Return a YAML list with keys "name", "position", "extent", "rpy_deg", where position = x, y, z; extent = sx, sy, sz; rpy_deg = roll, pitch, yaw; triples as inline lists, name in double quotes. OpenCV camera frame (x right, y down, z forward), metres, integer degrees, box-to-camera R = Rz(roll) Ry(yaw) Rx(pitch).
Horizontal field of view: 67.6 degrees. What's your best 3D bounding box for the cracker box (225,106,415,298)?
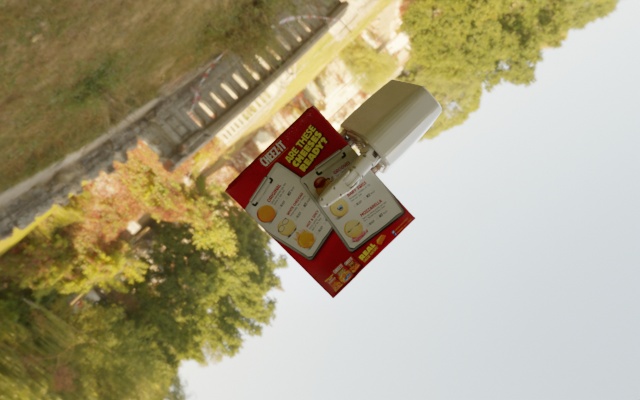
- name: "cracker box"
  position: [0.000, 0.002, 0.672]
  extent: [0.164, 0.214, 0.072]
  rpy_deg: [-44, 11, -2]
